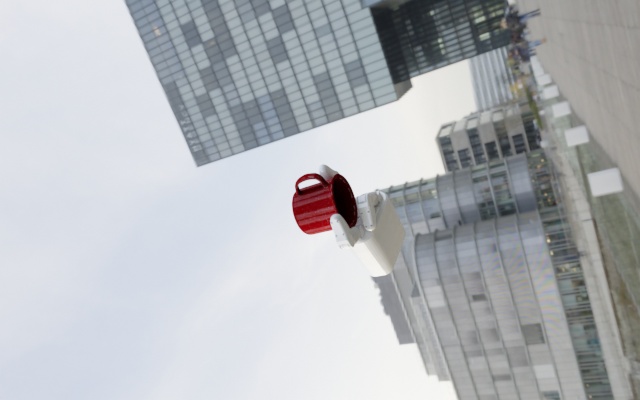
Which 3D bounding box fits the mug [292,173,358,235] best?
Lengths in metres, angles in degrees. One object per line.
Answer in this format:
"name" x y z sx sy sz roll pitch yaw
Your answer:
"mug" -0.001 0.002 0.787 0.081 0.093 0.117 -16 -50 25
